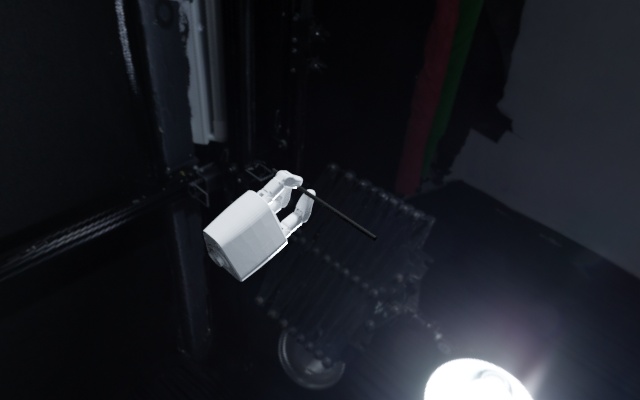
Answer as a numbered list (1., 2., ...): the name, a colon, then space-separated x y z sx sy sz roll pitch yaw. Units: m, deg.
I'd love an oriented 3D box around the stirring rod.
1. stirring rod: 0.000 0.003 0.817 0.239 0.011 0.011 34 18 29
